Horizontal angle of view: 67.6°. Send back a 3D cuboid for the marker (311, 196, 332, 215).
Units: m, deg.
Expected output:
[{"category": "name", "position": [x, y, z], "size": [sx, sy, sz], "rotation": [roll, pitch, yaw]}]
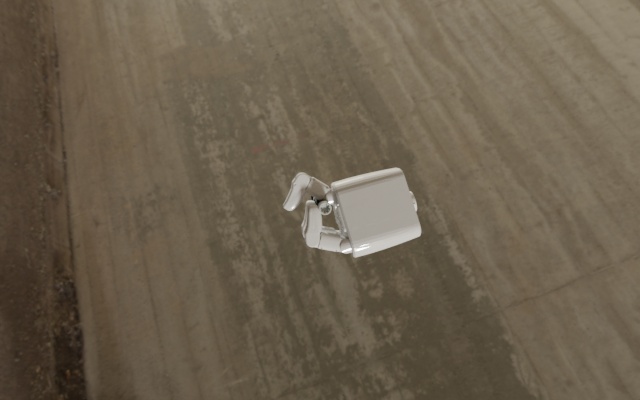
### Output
[{"category": "marker", "position": [0.000, 0.002, 0.735], "size": [0.020, 0.020, 0.121], "rotation": [0, 8, -7]}]
